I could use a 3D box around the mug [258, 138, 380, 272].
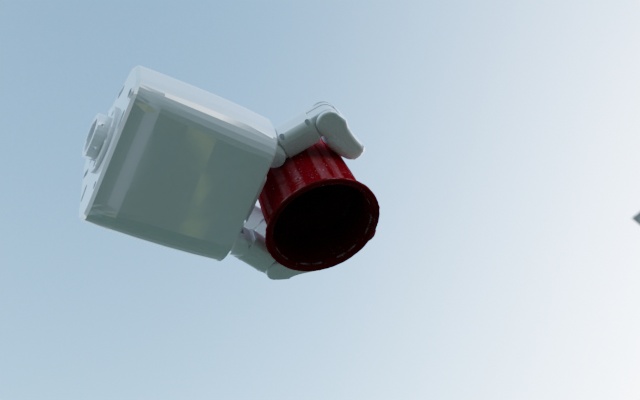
[{"bbox_3d":[0.001,0.002,0.405,0.117,0.093,0.081,22,26,-34],"label":"mug"}]
